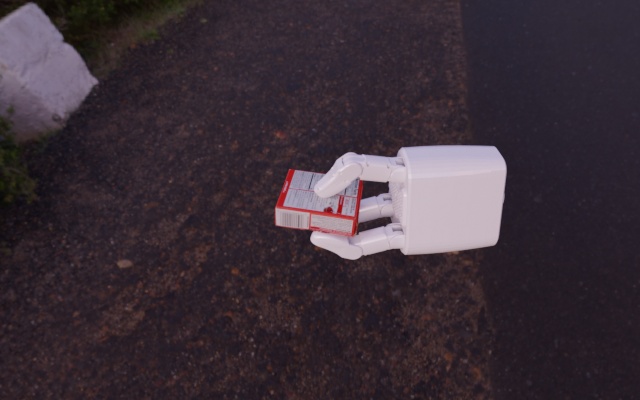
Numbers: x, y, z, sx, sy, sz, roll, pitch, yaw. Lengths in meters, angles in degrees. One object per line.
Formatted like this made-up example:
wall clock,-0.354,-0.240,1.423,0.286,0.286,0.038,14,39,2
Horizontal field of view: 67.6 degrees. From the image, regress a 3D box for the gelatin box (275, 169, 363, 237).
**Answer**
gelatin box,0.000,0.001,0.531,0.089,0.030,0.073,8,39,4
